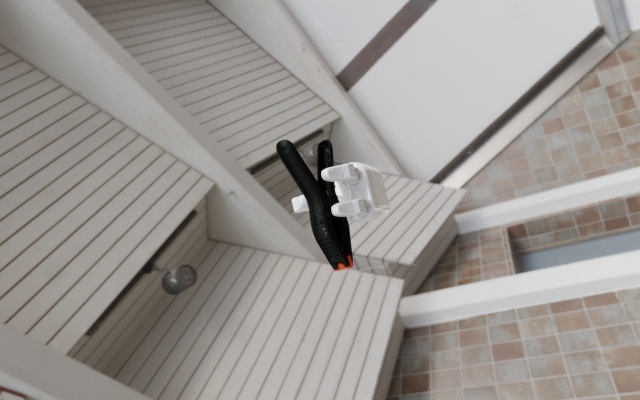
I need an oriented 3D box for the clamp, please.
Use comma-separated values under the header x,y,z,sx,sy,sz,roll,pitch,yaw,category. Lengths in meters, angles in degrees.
x,y,z,sx,sy,sz,roll,pitch,yaw,category
0.000,0.003,0.706,0.036,0.210,0.164,-17,-7,25,clamp
